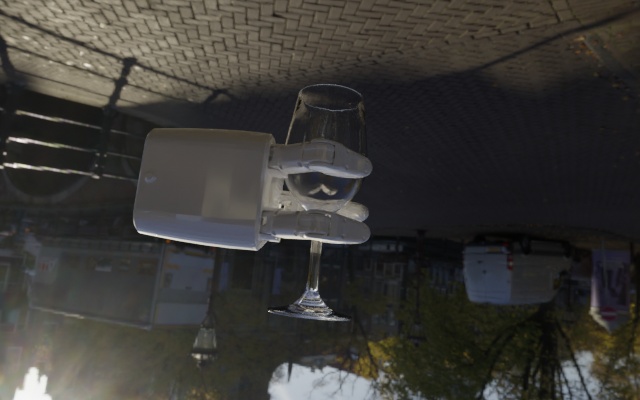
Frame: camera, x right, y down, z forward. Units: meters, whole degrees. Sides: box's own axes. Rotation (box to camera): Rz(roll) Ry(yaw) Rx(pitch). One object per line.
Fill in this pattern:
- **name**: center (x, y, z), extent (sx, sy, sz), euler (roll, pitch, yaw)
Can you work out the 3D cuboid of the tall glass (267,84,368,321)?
- **tall glass**: center (0.000, 0.002, 0.430), extent (0.079, 0.201, 0.079), euler (6, -9, 1)
